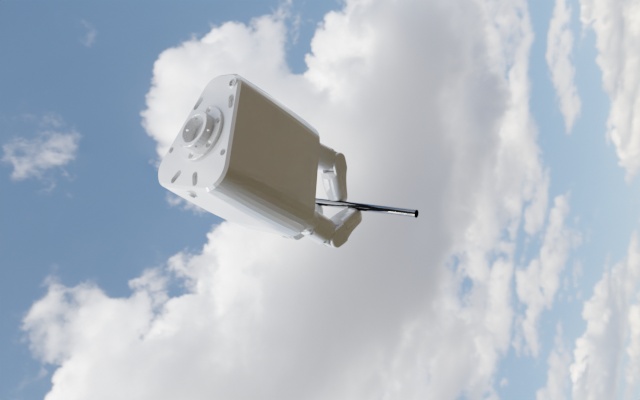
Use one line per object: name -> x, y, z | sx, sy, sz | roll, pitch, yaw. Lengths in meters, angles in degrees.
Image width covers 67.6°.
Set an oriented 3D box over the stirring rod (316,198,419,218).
stirring rod -> 0.000, 0.002, 0.529 | 0.239, 0.011, 0.011 | 7, 4, 41
